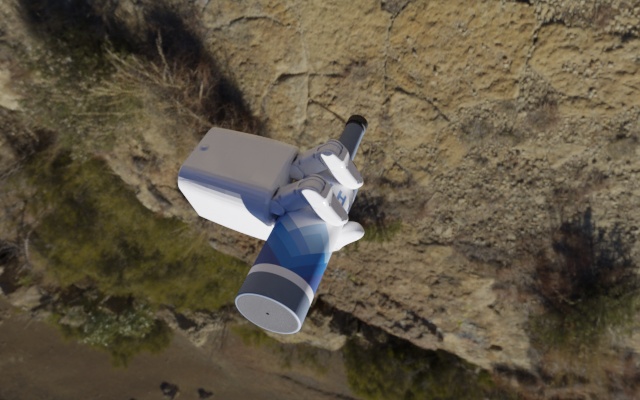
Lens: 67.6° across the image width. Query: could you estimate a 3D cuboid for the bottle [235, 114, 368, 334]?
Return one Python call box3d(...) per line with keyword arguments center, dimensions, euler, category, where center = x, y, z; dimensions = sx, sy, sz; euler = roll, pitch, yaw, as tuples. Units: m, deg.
box3d(center=(0.000, 0.002, 0.532), dimensions=(0.069, 0.295, 0.069), euler=(15, -40, 13), category="bottle")
